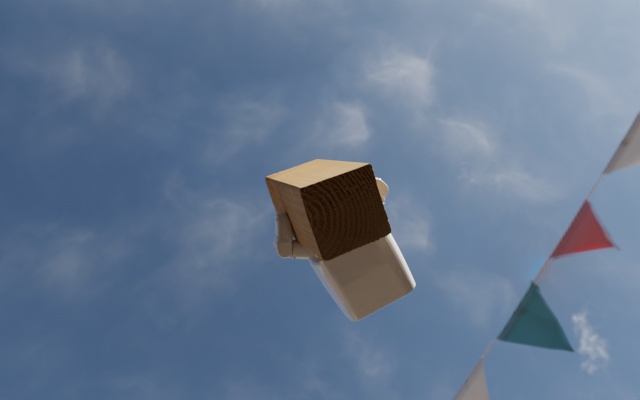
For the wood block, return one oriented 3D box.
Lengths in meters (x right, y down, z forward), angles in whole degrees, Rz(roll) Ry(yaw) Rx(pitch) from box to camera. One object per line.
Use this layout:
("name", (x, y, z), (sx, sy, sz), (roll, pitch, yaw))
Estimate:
("wood block", (0.000, 0.003, 0.630), (0.091, 0.090, 0.206), (-21, 12, -14))
